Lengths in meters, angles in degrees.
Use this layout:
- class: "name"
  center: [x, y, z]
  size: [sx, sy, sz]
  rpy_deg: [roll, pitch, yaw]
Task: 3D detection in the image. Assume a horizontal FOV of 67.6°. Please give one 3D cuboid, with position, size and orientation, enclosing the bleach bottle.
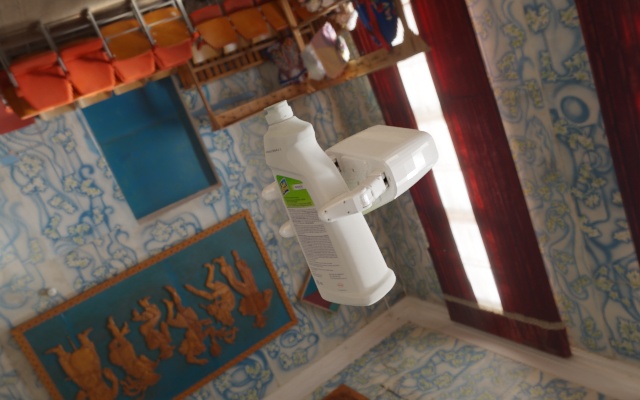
- class: "bleach bottle"
  center: [0.000, 0.002, 0.571]
  size: [0.102, 0.251, 0.068]
  rpy_deg: [-6, 22, 48]
